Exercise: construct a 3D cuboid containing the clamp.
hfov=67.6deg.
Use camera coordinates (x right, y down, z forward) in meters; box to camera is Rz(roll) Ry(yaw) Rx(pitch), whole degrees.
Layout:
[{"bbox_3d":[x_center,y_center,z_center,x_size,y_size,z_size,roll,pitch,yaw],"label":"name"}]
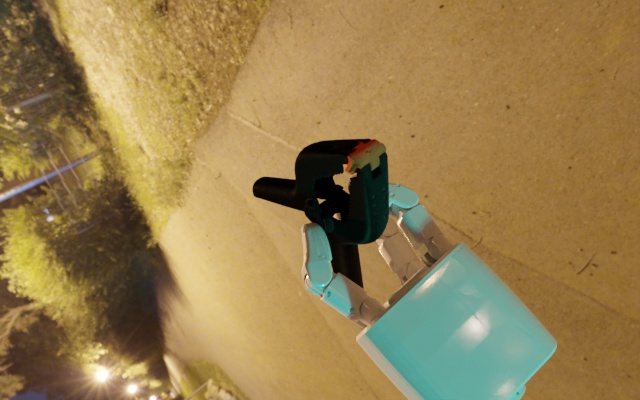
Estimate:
[{"bbox_3d":[0.000,0.002,0.421,0.036,0.164,0.210,-37,-16,-26],"label":"clamp"}]
